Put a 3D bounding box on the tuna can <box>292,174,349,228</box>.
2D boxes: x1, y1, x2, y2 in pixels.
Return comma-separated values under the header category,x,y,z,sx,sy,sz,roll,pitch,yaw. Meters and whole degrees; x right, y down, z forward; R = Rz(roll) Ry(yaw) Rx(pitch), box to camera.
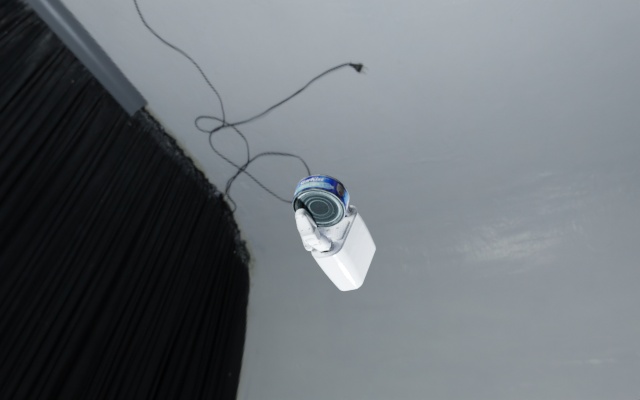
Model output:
category,x,y,z,sx,sy,sz,roll,pitch,yaw
tuna can,0.000,0.003,0.738,0.086,0.086,0.033,0,43,14
